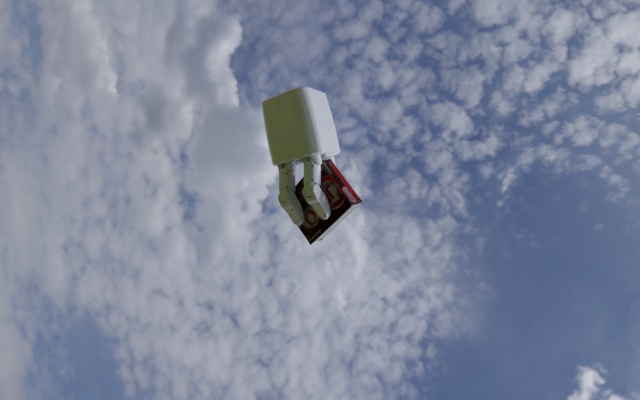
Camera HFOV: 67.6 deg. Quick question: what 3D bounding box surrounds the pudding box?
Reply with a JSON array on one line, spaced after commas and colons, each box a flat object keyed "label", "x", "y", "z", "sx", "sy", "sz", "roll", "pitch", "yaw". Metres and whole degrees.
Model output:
[{"label": "pudding box", "x": 0.000, "y": 0.002, "z": 0.767, "sx": 0.039, "sy": 0.090, "sz": 0.113, "roll": -16, "pitch": -25, "yaw": -50}]
